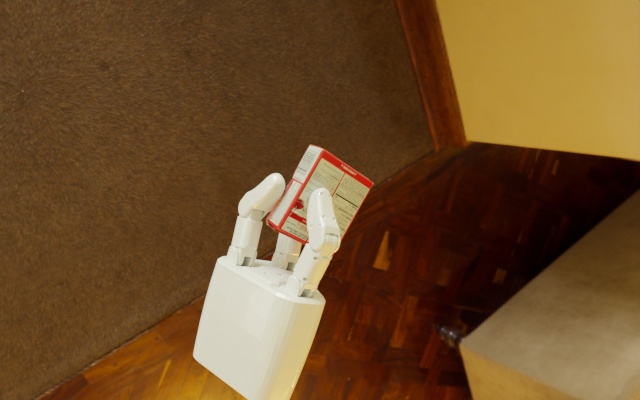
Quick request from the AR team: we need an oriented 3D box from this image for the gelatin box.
[{"bbox_3d":[0.000,0.001,0.468,0.073,0.089,0.030,30,0,-34],"label":"gelatin box"}]
